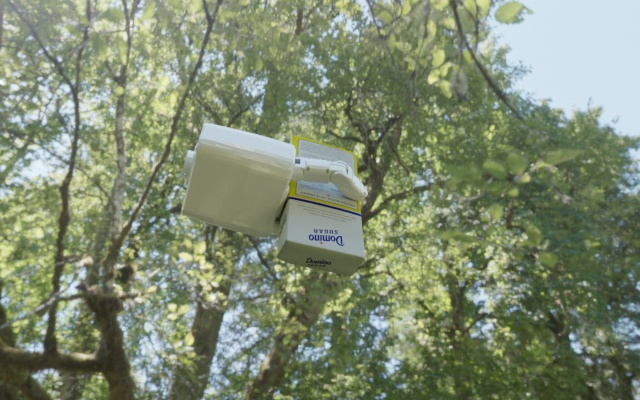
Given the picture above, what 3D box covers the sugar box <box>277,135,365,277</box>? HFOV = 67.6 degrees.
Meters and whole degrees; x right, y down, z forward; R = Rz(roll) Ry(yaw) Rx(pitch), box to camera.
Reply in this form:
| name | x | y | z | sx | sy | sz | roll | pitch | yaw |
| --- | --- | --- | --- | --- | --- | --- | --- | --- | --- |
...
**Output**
| name | x | y | z | sx | sy | sz | roll | pitch | yaw |
| --- | --- | --- | --- | --- | --- | --- | --- | --- | --- |
| sugar box | 0.000 | 0.002 | 0.580 | 0.093 | 0.176 | 0.048 | 15 | -43 | -14 |
